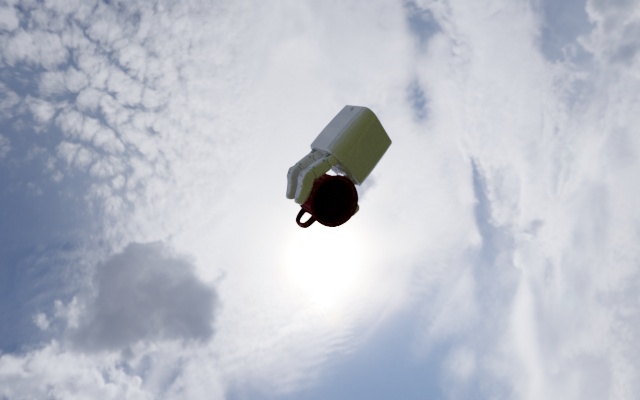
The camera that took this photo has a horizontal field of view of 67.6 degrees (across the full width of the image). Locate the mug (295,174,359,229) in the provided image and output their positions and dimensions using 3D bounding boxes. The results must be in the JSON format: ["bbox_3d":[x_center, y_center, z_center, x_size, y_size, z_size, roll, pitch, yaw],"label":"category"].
[{"bbox_3d":[-0.001,0.004,0.853,0.093,0.117,0.081,45,-9,-27],"label":"mug"}]
